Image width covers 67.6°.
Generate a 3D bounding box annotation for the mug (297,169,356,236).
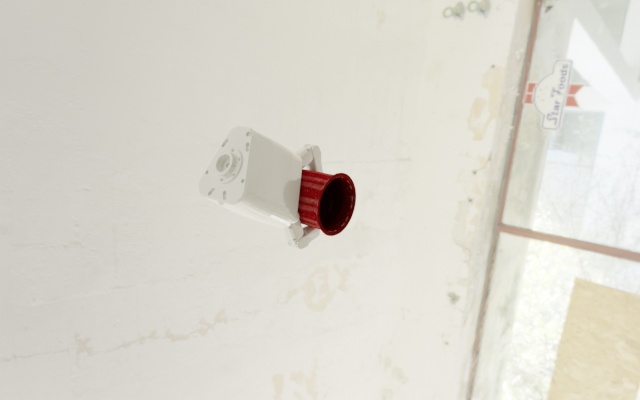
[{"bbox_3d":[0.001,0.003,0.719,0.081,0.093,0.117,14,-10,37],"label":"mug"}]
